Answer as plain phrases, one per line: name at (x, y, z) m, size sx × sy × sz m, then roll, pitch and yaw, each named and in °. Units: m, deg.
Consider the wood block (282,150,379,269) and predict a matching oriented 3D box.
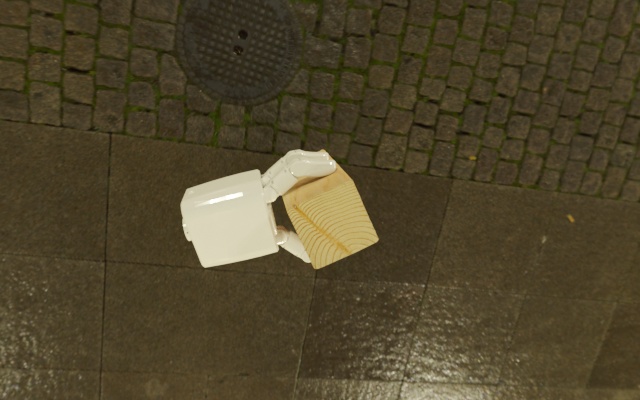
wood block at (0.000, 0.003, 0.676) m, size 0.090 × 0.091 × 0.206 m, roll -25°, pitch 19°, yaw -1°
